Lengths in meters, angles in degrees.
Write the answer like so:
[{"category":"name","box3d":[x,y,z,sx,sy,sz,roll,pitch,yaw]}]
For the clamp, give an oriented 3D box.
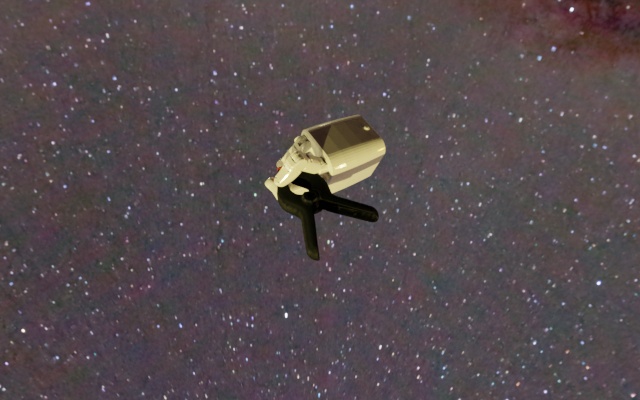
[{"category":"clamp","box3d":[0.000,0.003,0.703,0.120,0.171,0.039,-21,-36,-22]}]
